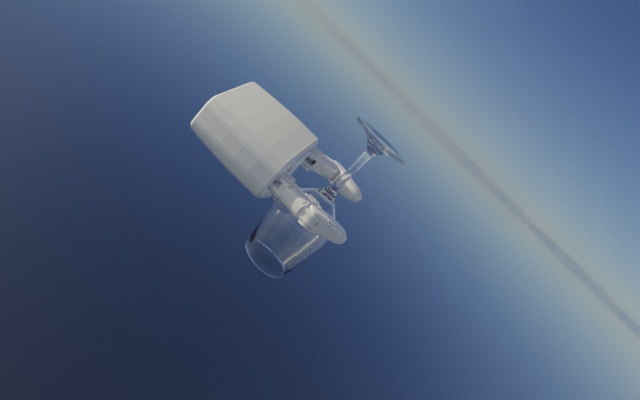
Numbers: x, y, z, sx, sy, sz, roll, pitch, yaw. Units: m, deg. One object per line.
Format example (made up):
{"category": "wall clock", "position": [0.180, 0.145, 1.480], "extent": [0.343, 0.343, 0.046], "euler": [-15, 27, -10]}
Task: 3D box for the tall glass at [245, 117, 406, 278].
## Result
{"category": "tall glass", "position": [0.001, 0.001, 0.550], "extent": [0.201, 0.079, 0.079], "euler": [-46, -15, 15]}
